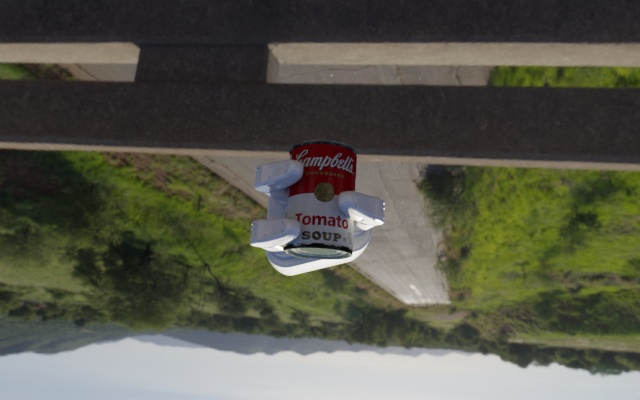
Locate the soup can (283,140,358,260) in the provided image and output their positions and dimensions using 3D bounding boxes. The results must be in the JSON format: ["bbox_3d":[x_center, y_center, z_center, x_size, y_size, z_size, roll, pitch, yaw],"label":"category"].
[{"bbox_3d":[0.000,0.002,0.460,0.068,0.102,0.068,3,-16,1],"label":"soup can"}]
